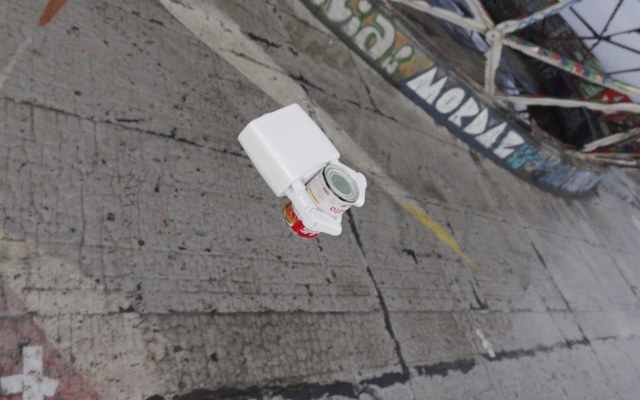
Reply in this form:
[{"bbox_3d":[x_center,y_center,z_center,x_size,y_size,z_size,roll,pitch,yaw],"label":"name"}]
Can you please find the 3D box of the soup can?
[{"bbox_3d":[0.001,0.003,0.700,0.068,0.068,0.102,0,-34,-48],"label":"soup can"}]
